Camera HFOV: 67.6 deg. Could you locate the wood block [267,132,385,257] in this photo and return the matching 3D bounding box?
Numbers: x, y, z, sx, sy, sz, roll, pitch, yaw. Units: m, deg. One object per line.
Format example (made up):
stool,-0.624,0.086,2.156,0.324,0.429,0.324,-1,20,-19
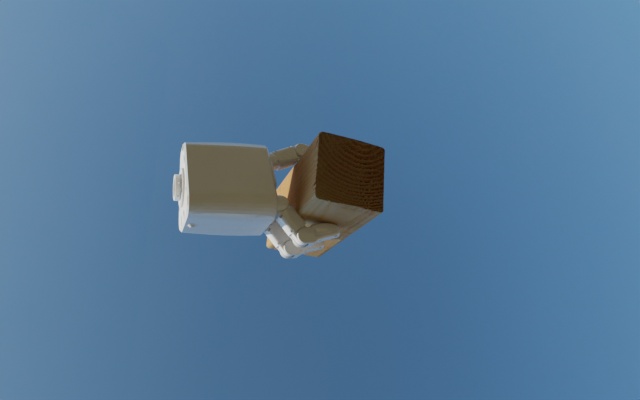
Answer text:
wood block,0.000,0.002,0.651,0.090,0.090,0.206,12,-25,-18
